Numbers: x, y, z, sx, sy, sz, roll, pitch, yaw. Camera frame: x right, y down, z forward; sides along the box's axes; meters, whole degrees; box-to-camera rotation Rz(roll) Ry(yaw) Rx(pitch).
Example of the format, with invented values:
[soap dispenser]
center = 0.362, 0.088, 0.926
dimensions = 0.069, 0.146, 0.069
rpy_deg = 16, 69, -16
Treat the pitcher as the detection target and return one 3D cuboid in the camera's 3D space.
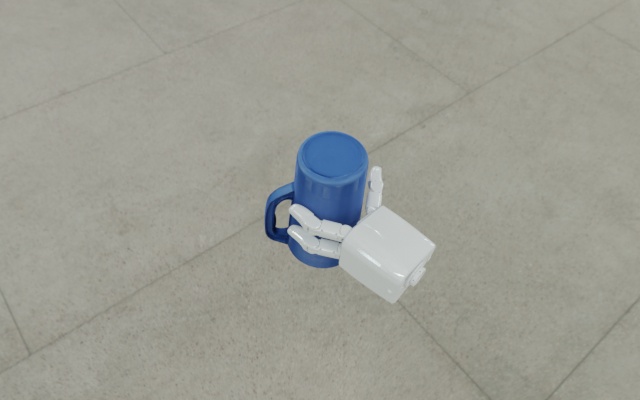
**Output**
[pitcher]
center = 0.000, 0.003, 0.799
dimensions = 0.145, 0.149, 0.243
rpy_deg = 37, -30, 20
